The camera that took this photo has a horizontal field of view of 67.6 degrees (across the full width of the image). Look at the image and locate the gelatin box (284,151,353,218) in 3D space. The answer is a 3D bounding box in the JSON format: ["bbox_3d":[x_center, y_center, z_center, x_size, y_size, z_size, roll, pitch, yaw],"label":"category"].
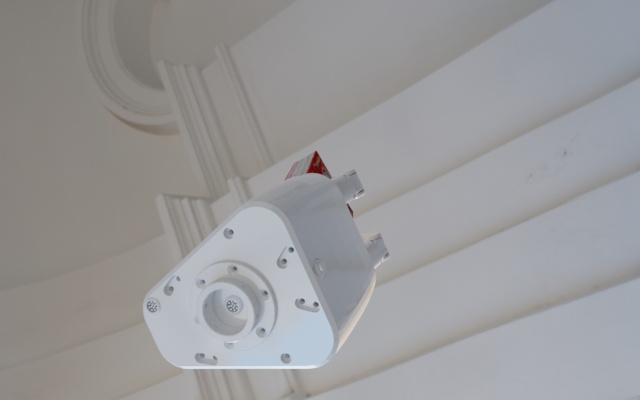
[{"bbox_3d":[0.000,0.002,0.429,0.030,0.073,0.089,-28,14,13],"label":"gelatin box"}]
